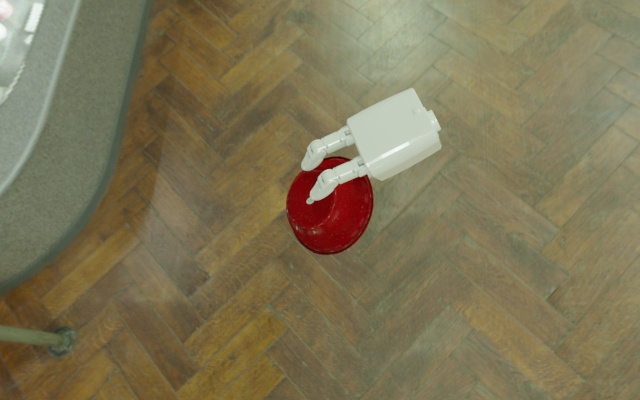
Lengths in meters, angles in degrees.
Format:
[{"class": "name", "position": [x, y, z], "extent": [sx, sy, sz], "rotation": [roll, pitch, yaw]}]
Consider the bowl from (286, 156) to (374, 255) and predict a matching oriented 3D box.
[{"class": "bowl", "position": [-0.001, 0.003, 0.747], "extent": [0.162, 0.162, 0.055], "rotation": [0, -10, 35]}]
